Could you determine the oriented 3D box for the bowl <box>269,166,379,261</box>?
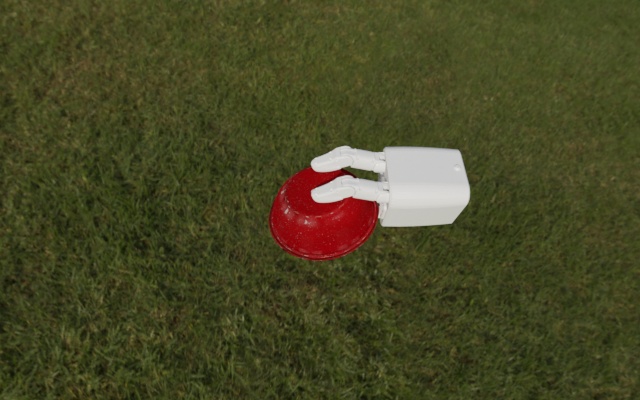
[{"bbox_3d":[-0.001,0.002,0.673,0.162,0.162,0.055,0,-38,11],"label":"bowl"}]
